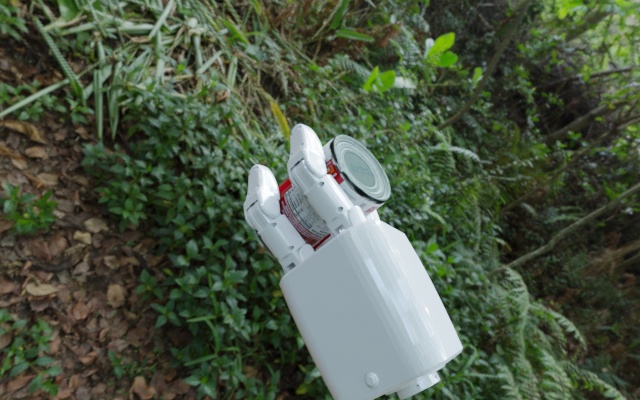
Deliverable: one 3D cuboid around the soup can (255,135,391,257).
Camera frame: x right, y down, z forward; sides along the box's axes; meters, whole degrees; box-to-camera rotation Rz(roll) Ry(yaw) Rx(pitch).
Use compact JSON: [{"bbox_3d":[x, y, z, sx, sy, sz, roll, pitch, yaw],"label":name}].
[{"bbox_3d":[0.000,0.001,0.404,0.102,0.068,0.068,-40,-23,30],"label":"soup can"}]
